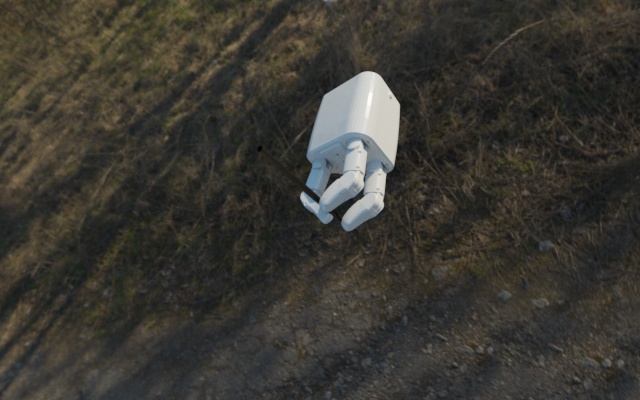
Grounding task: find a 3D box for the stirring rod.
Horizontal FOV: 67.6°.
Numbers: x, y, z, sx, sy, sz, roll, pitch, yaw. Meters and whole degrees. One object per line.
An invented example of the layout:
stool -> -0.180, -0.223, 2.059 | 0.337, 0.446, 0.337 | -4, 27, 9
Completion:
stirring rod -> 0.000, 0.002, 0.584 | 0.011, 0.011, 0.240 | 0, -28, 37
